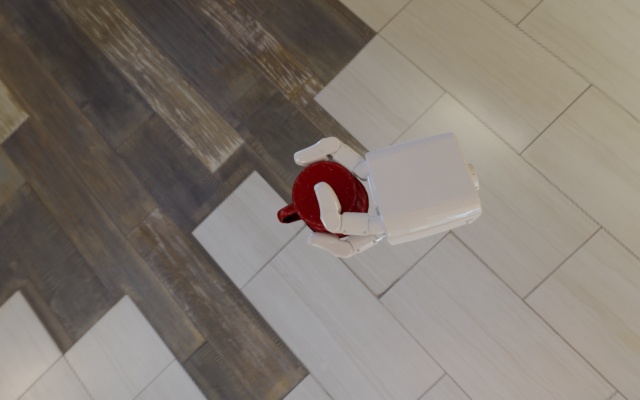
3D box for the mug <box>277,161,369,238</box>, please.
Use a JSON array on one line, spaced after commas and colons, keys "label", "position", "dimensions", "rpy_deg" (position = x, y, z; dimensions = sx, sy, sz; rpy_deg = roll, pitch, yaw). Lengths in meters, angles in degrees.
[{"label": "mug", "position": [-0.001, 0.002, 0.603], "dimensions": [0.117, 0.093, 0.081], "rpy_deg": [-18, -13, 7]}]
